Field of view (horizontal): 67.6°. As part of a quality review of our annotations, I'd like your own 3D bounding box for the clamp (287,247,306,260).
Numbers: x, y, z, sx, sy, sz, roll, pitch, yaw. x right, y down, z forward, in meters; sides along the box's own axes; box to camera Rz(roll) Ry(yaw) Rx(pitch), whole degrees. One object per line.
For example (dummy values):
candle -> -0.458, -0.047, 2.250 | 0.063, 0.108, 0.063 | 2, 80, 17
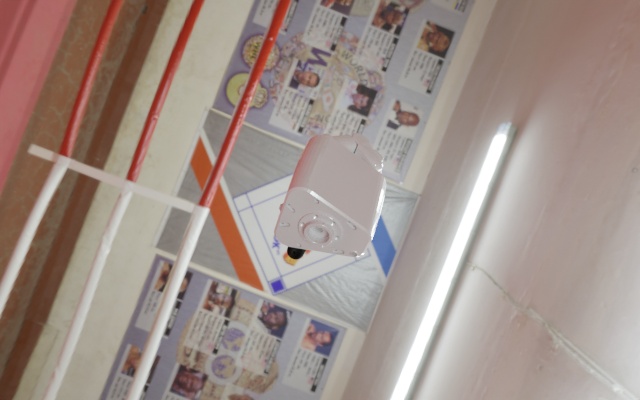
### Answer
clamp -> 0.001, 0.002, 0.665 | 0.039, 0.172, 0.120 | 22, 41, -1
